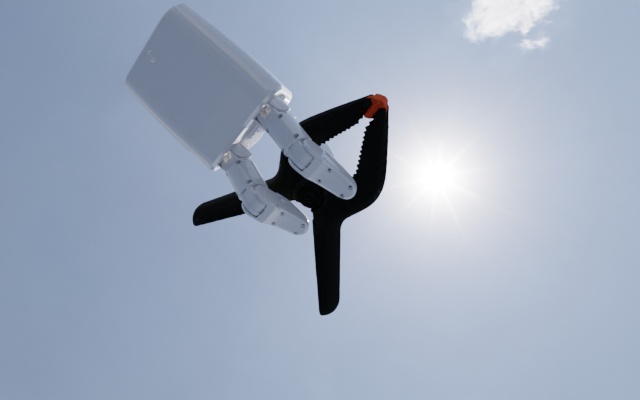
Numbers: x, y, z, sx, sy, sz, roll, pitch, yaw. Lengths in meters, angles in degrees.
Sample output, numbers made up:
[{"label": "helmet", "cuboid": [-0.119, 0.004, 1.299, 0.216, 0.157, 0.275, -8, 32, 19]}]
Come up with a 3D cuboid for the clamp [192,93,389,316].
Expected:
[{"label": "clamp", "cuboid": [0.000, 0.001, 0.427, 0.164, 0.210, 0.036, 41, 24, -5]}]
